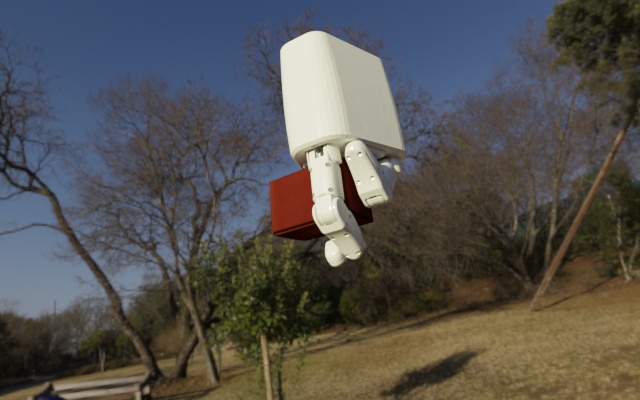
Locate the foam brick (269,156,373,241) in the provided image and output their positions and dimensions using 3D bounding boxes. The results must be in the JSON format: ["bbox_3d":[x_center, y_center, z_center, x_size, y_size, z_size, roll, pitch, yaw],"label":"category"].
[{"bbox_3d":[0.000,0.002,0.433,0.078,0.051,0.053,-18,-19,26],"label":"foam brick"}]
